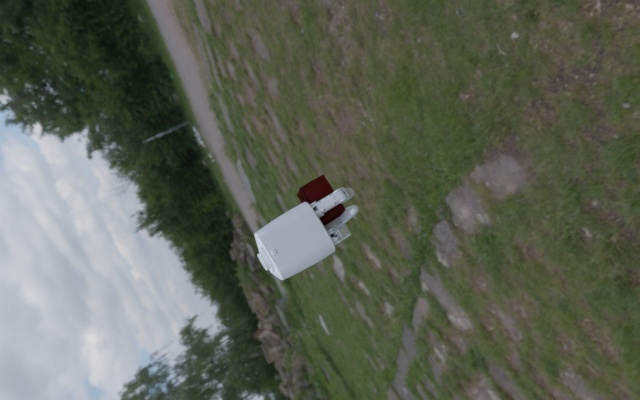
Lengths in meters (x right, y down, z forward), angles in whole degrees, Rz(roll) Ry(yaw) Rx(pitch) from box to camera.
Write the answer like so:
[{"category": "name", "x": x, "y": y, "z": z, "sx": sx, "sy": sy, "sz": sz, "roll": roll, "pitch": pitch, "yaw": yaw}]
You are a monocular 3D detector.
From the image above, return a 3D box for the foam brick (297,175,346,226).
[{"category": "foam brick", "x": 0.000, "y": 0.003, "z": 0.860, "sx": 0.051, "sy": 0.078, "sz": 0.053, "roll": -30, "pitch": -8, "yaw": -15}]
